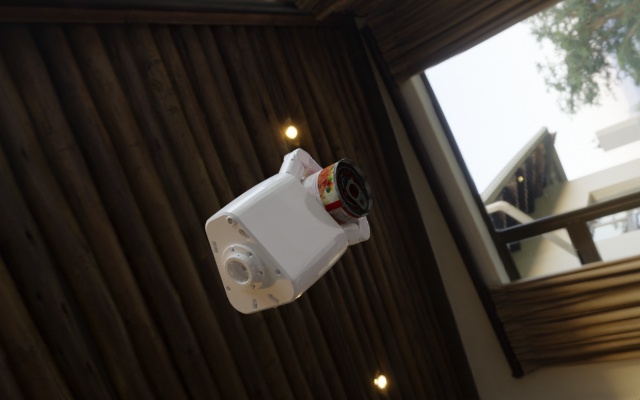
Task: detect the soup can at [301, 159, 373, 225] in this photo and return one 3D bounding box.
[{"bbox_3d":[0.000,0.002,0.556,0.102,0.068,0.068,-23,-14,35],"label":"soup can"}]
